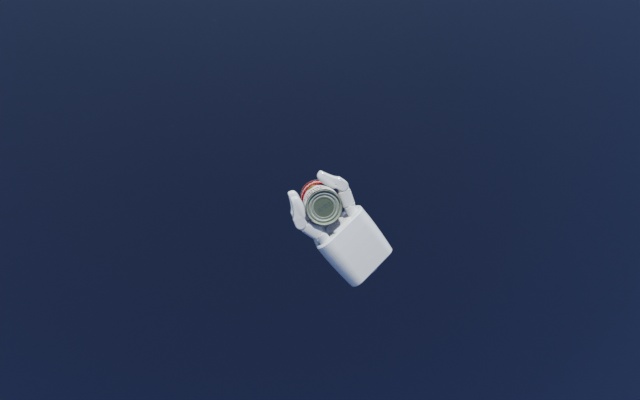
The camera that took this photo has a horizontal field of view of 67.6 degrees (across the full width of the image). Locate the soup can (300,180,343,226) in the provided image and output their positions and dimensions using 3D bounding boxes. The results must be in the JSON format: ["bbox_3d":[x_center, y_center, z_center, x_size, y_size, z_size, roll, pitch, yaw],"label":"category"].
[{"bbox_3d":[0.000,0.002,0.883,0.068,0.068,0.102,0,12,-7],"label":"soup can"}]
